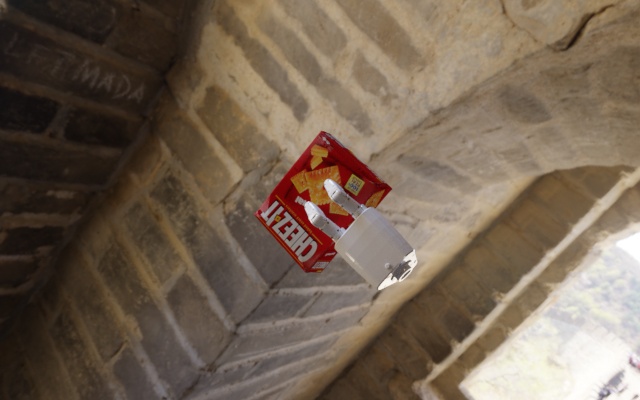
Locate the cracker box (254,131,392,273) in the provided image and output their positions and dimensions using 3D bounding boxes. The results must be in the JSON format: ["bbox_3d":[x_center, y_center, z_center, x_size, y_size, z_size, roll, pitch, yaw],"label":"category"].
[{"bbox_3d":[0.000,0.003,0.890,0.164,0.214,0.072,45,13,24],"label":"cracker box"}]
